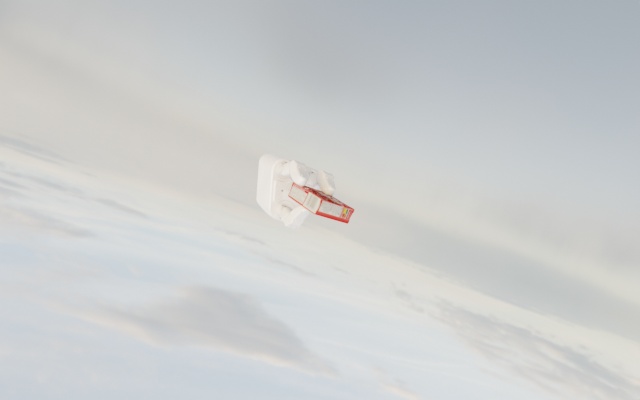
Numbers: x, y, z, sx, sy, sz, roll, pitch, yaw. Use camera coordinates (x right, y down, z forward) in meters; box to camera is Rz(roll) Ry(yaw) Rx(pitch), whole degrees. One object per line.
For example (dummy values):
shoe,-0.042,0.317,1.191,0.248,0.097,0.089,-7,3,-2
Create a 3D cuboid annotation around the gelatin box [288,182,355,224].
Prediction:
gelatin box,0.000,0.003,0.779,0.073,0.030,0.089,18,9,-38
